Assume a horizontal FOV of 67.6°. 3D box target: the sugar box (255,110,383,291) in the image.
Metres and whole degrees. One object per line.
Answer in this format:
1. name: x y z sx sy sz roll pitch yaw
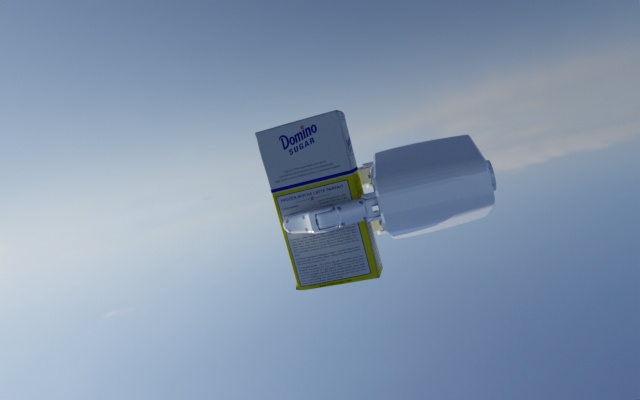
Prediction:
1. sugar box: 0.000 0.002 0.507 0.093 0.176 0.048 -12 4 14
